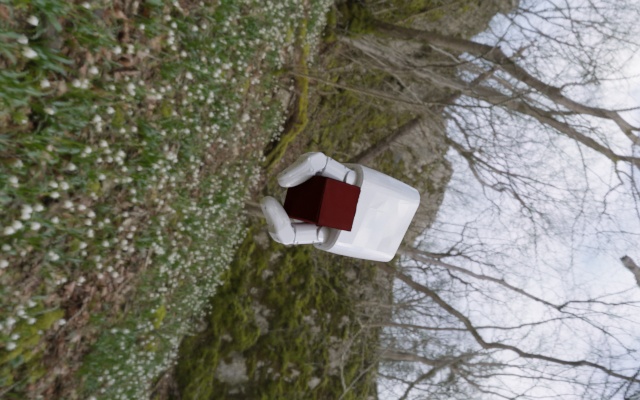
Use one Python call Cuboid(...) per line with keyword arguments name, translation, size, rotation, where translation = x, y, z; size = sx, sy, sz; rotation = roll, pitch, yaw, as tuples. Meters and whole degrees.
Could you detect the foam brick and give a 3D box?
Cuboid(name="foam brick", translation=(0.000, 0.002, 0.547), size=(0.051, 0.053, 0.078), rotation=(16, -4, -34))
